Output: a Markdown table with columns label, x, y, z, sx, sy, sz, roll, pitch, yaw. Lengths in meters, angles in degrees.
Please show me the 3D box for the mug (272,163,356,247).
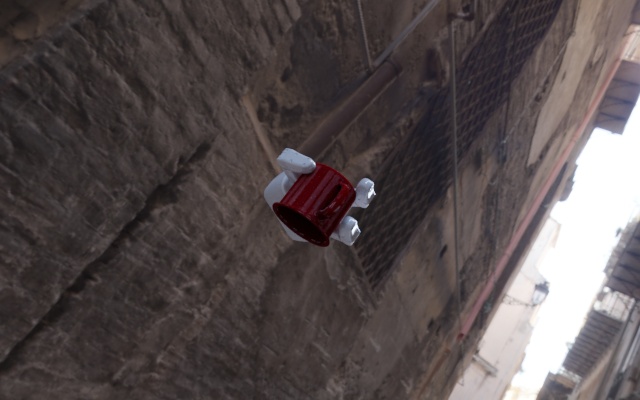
| label | x | y | z | sx | sy | sz | roll | pitch | yaw |
| --- | --- | --- | --- | --- | --- | --- | --- | --- | --- |
| mug | 0.001 | 0.002 | 0.639 | 0.093 | 0.081 | 0.117 | 42 | -21 | -15 |
